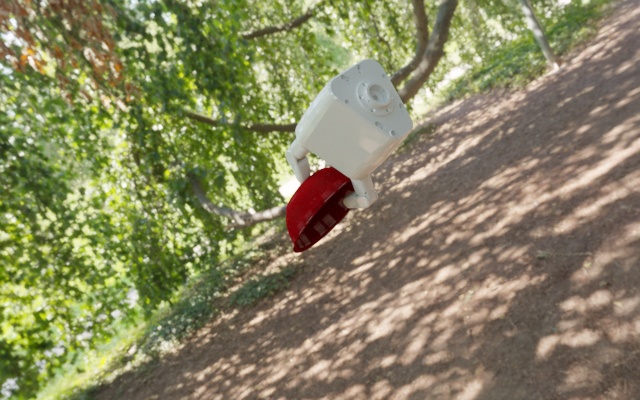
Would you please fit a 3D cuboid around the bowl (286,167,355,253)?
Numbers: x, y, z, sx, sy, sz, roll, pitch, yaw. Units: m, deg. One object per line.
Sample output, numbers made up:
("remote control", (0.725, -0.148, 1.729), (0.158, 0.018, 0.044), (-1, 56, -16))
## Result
("bowl", (-0.001, 0.003, 0.715), (0.055, 0.162, 0.162), (42, 13, 15))
